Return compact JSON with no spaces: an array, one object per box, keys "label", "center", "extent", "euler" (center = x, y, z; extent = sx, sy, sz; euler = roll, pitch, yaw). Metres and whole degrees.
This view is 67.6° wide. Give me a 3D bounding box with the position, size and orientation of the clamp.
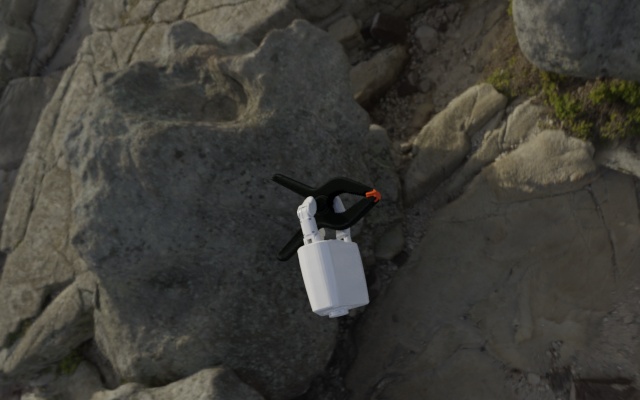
[{"label":"clamp","center":[0.000,0.003,0.844],"extent":[0.210,0.164,0.036],"euler":[-20,-18,19]}]
